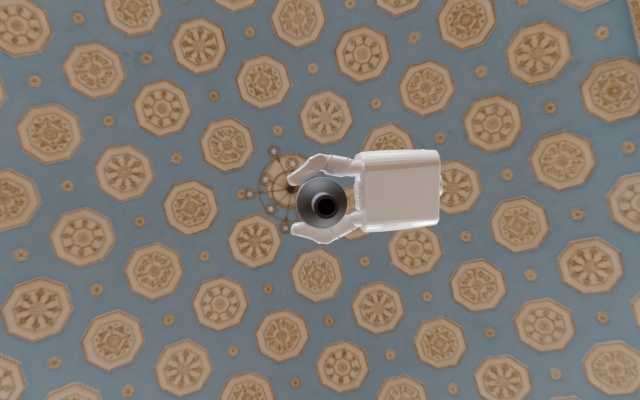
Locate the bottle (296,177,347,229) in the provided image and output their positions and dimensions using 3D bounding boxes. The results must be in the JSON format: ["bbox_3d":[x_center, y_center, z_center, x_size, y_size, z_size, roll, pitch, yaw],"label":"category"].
[{"bbox_3d":[0.000,0.002,0.651,0.069,0.069,0.295,0,2,-2],"label":"bottle"}]
